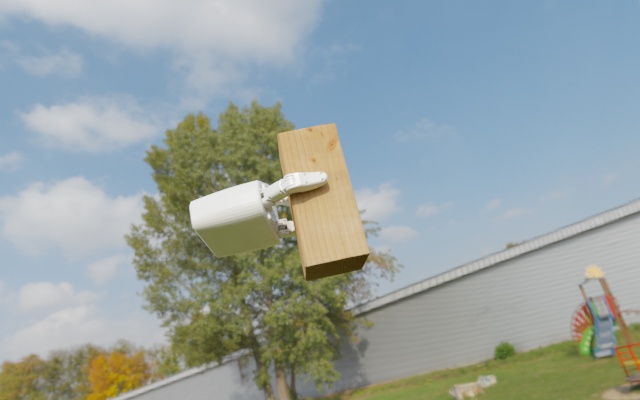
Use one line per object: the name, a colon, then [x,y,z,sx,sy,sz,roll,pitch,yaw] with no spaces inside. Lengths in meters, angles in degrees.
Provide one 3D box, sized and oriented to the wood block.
wood block: [0.000,0.002,0.707,0.090,0.206,0.091,-11,-21,-6]
